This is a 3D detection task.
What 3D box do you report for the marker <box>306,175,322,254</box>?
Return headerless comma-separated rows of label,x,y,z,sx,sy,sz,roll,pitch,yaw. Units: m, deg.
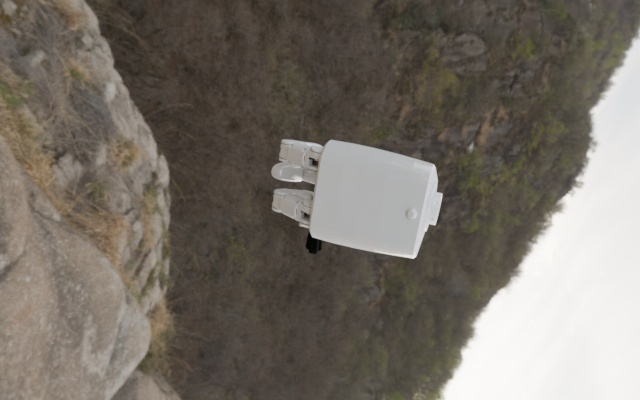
marker,0.000,0.002,0.530,0.020,0.121,0.020,8,14,-2
